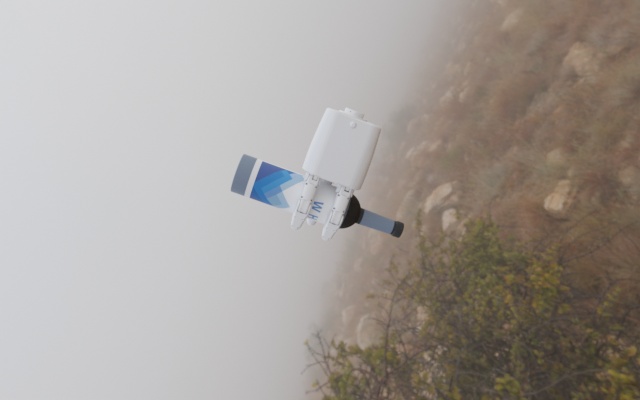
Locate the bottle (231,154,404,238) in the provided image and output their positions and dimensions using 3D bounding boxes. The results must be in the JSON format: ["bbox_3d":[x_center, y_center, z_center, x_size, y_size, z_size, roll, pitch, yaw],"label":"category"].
[{"bbox_3d":[0.000,0.003,0.805,0.296,0.069,0.069,20,-2,-5],"label":"bottle"}]
